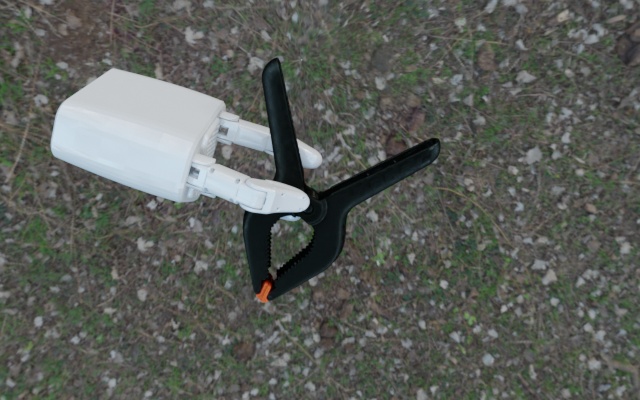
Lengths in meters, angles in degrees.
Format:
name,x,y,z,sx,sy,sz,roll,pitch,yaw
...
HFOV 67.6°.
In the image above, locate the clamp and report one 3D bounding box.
name,x,y,z,sx,sy,sz,roll,pitch,yaw
clamp,0.000,0.002,0.426,0.164,0.210,0.036,19,15,-4
